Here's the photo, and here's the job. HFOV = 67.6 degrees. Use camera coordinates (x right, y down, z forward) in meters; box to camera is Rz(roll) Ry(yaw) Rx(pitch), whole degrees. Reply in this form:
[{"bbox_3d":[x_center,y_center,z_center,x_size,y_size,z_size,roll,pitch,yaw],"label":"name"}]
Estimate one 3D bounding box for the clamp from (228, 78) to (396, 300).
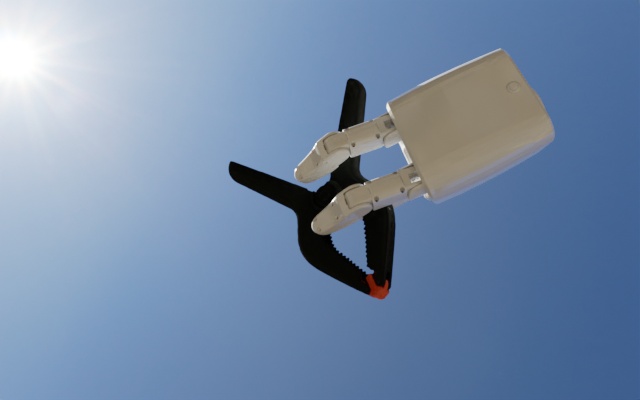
[{"bbox_3d":[0.001,0.002,0.453,0.164,0.210,0.036,-27,-26,15],"label":"clamp"}]
